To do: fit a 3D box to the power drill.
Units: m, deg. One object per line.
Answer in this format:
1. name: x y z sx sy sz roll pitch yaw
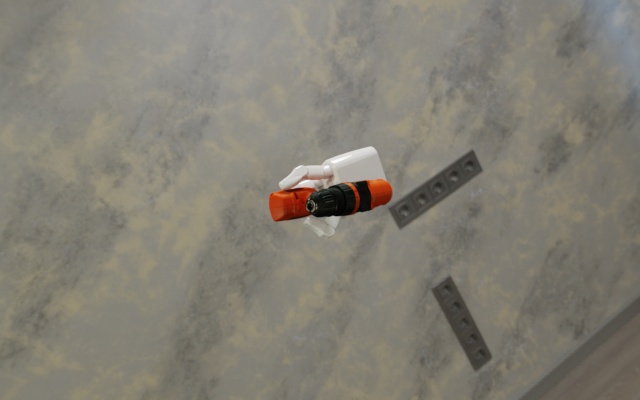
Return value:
1. power drill: 0.000 0.003 0.798 0.187 0.057 0.184 -5 3 44
